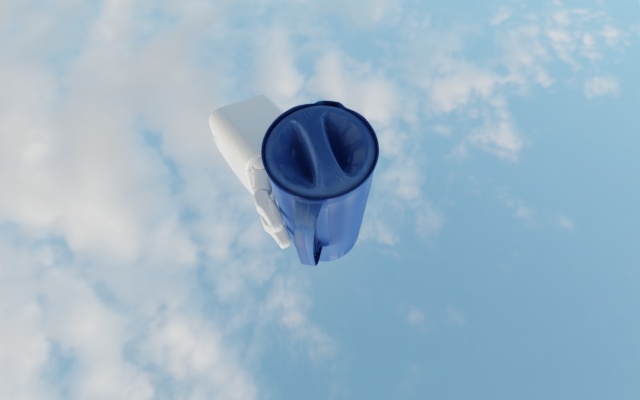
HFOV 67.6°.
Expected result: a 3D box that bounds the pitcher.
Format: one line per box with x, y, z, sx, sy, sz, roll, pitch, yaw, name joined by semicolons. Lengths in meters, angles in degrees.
0.000;0.002;0.634;0.149;0.145;0.243;-34;-24;-15;pitcher
